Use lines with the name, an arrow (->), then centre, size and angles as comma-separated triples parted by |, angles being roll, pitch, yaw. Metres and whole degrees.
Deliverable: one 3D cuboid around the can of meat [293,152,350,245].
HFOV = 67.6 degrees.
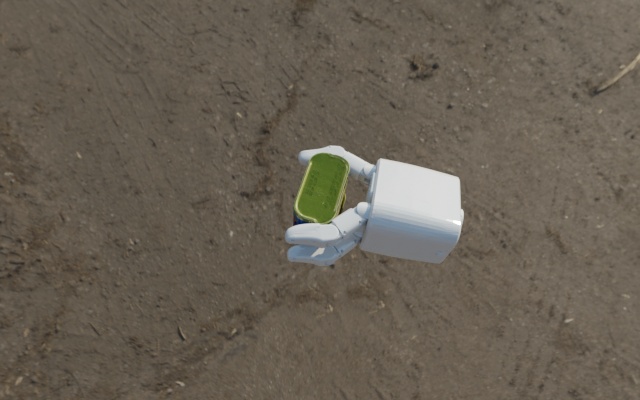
can of meat -> 0.000, 0.002, 0.598 | 0.057, 0.102, 0.084 | 15, -27, 4
